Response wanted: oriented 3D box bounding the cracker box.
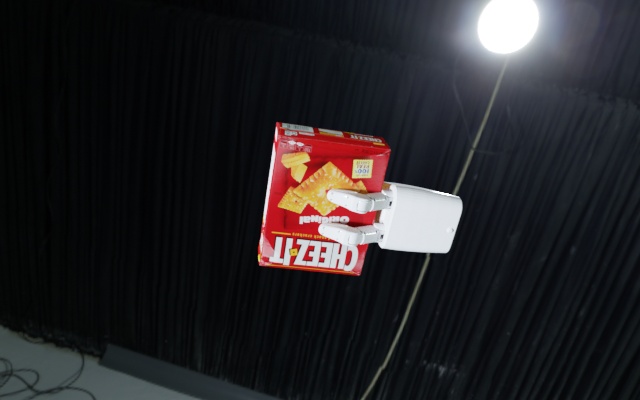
[{"bbox_3d":[0.000,0.002,0.723,0.164,0.214,0.072,7,23,-9],"label":"cracker box"}]
